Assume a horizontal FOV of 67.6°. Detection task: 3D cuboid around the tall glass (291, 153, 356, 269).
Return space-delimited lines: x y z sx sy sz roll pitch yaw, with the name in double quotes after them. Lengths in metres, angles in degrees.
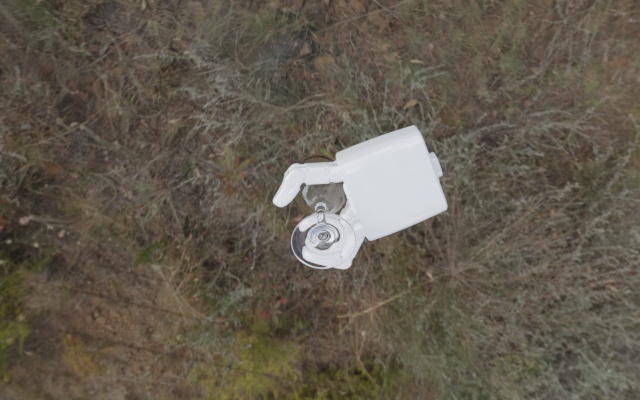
0.000 0.002 0.631 0.079 0.079 0.201 0 27 -3 "tall glass"
